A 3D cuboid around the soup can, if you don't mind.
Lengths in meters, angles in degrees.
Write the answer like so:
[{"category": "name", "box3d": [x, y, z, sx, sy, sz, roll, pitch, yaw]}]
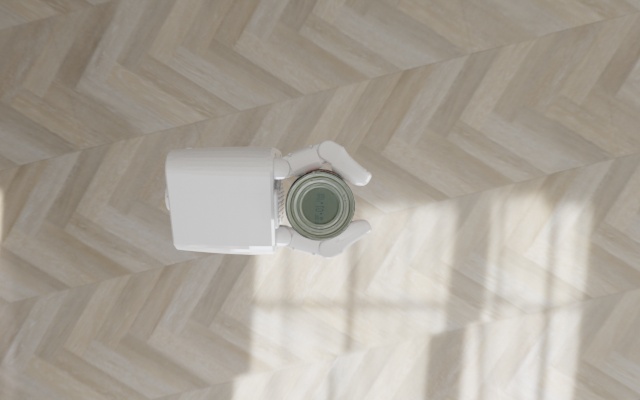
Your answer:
[{"category": "soup can", "box3d": [0.001, 0.002, 0.494, 0.068, 0.068, 0.102, 0, 4, 1]}]
